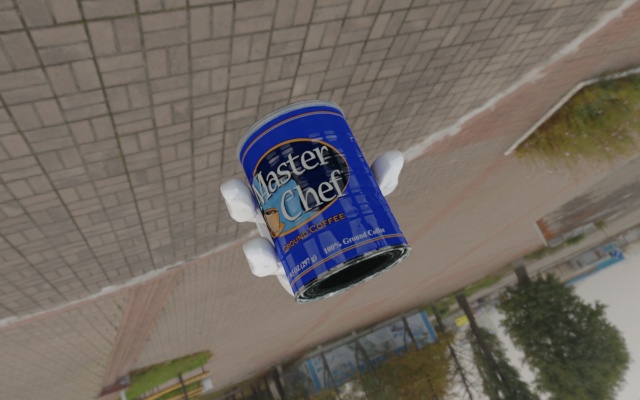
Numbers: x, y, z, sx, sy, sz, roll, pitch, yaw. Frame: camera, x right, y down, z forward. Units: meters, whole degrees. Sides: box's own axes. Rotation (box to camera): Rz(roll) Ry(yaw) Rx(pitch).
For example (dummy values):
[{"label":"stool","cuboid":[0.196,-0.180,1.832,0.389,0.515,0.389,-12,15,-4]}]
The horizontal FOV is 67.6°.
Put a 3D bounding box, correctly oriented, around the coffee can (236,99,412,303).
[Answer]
[{"label":"coffee can","cuboid":[0.000,0.001,0.406,0.103,0.140,0.103,-21,-20,-8]}]
